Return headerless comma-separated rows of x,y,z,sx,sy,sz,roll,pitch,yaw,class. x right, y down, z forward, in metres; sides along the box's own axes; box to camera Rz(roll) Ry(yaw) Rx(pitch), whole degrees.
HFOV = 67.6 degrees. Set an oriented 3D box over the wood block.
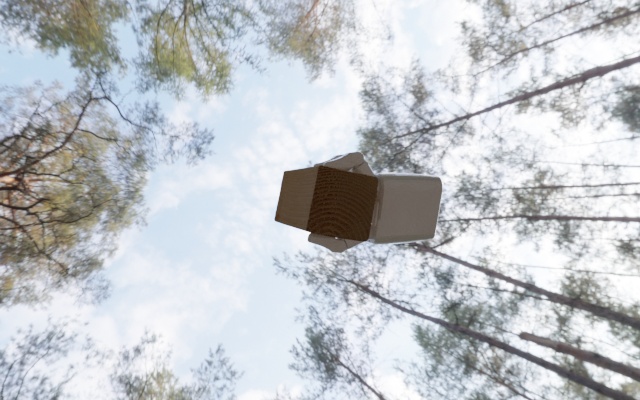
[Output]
0.000,0.003,0.725,0.090,0.091,0.206,11,-2,-17,wood block
